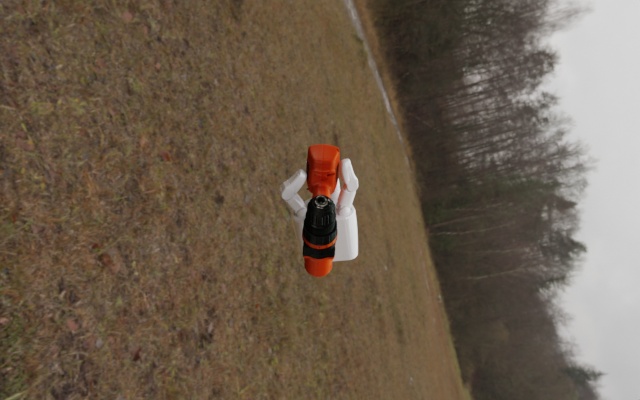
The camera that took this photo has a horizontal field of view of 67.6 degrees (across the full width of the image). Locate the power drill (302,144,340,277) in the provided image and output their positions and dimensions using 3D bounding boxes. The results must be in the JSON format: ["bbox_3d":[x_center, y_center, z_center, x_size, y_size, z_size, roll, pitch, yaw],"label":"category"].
[{"bbox_3d":[0.000,0.002,0.754,0.057,0.187,0.185,5,-38,-1],"label":"power drill"}]
